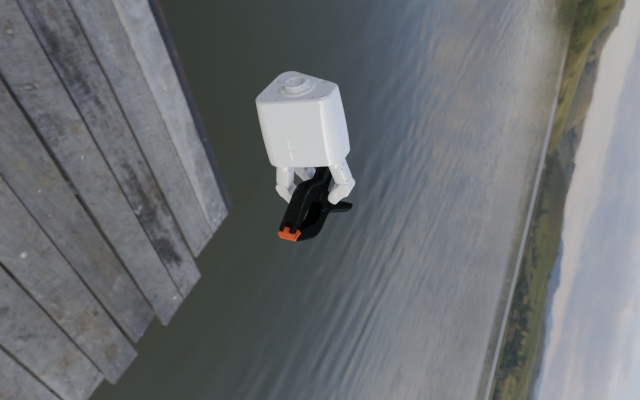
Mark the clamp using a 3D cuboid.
[{"bbox_3d":[0.001,0.003,0.768,0.036,0.165,0.210,9,45,27],"label":"clamp"}]
